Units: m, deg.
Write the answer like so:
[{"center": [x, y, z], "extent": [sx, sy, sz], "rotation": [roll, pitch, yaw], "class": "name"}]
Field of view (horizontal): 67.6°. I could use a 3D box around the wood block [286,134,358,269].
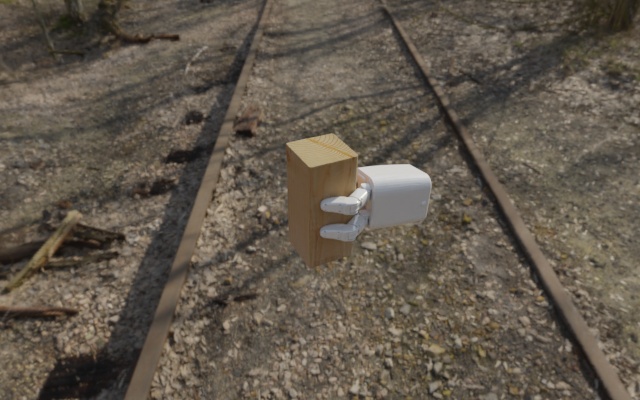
[{"center": [0.000, 0.002, 0.823], "extent": [0.090, 0.206, 0.090], "rotation": [-15, 38, -22], "class": "wood block"}]
